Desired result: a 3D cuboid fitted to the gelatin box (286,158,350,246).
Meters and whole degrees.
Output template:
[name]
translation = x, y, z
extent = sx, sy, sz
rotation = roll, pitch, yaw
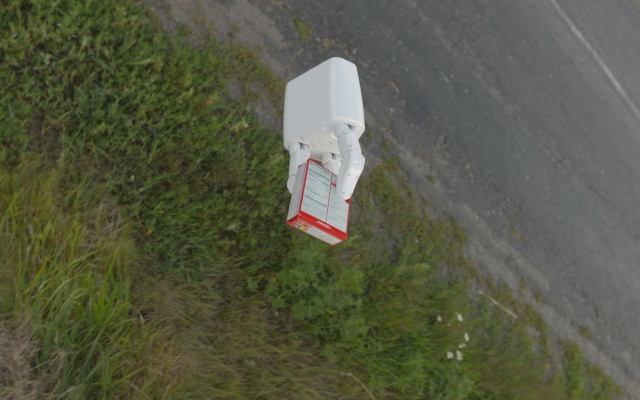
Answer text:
[gelatin box]
translation = 0.000, 0.002, 0.599
extent = 0.073, 0.089, 0.030
rotation = 28, -39, -27
